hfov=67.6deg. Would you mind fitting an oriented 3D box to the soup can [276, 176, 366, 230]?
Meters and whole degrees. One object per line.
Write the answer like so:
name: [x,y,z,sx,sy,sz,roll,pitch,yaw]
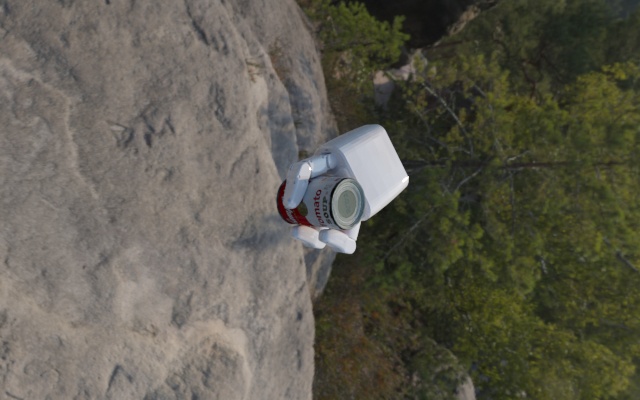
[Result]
soup can: [0.000,0.002,0.629,0.102,0.068,0.068,4,3,44]
